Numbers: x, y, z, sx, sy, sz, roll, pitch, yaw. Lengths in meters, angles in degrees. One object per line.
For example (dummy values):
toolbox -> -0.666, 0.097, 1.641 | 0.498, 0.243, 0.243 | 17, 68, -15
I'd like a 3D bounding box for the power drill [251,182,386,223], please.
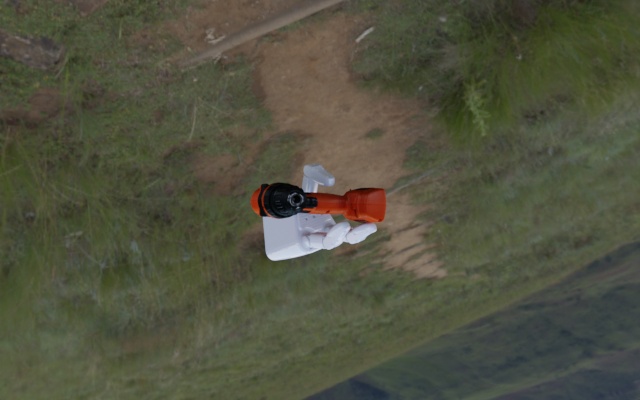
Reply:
power drill -> 0.000, 0.002, 0.719 | 0.187, 0.057, 0.184 | 4, -1, -21
